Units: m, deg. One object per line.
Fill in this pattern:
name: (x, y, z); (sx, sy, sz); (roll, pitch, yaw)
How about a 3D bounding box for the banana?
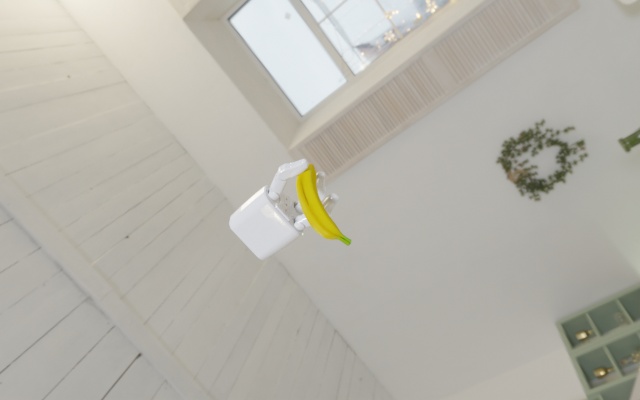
banana: (-0.010, 0.000, 0.852); (0.037, 0.197, 0.070); (-40, -38, 22)
